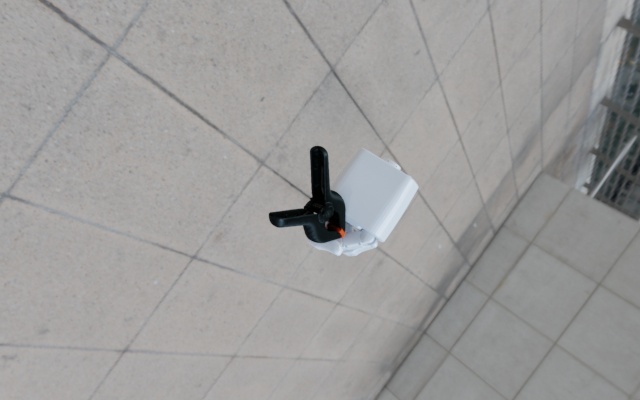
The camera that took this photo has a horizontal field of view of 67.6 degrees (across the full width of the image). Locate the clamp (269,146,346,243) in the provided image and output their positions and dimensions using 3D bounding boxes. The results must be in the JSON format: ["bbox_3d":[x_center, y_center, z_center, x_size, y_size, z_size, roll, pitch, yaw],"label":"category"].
[{"bbox_3d":[0.001,0.003,0.668,0.039,0.120,0.171,31,-3,30],"label":"clamp"}]
